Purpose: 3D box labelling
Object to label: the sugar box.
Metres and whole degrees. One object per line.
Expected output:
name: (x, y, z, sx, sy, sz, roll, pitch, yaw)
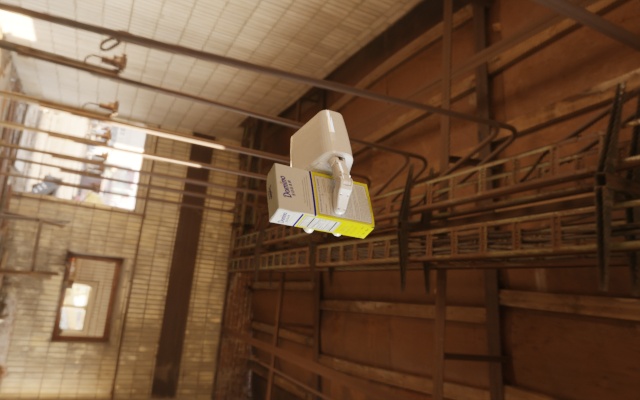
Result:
sugar box: (0.000, 0.003, 0.787, 0.176, 0.093, 0.048, 11, -39, -24)
